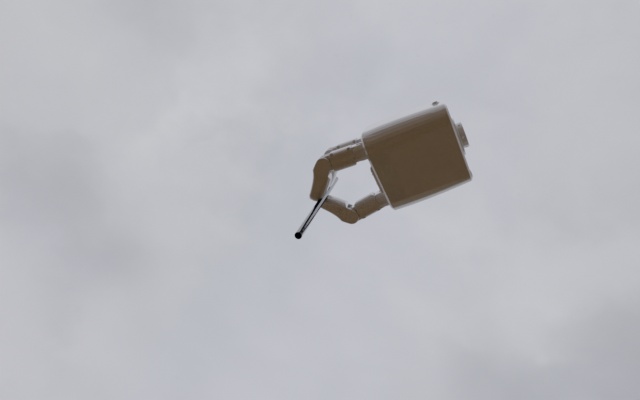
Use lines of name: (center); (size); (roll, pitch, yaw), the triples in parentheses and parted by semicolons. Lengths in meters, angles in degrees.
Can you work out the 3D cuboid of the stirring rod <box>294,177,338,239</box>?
stirring rod: (0.000, 0.002, 0.602); (0.011, 0.011, 0.239); (0, 16, 11)
